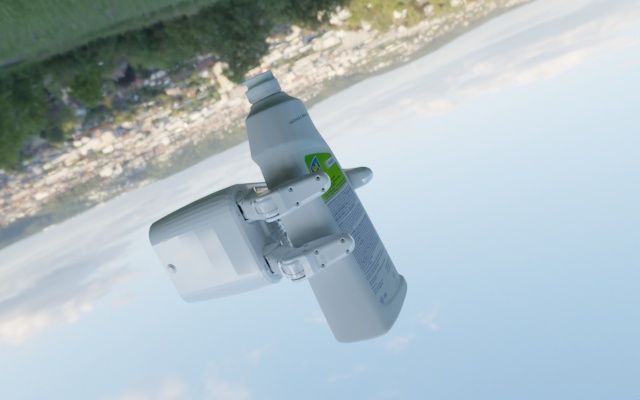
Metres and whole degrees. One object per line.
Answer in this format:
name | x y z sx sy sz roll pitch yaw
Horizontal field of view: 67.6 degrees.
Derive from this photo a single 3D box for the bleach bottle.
bleach bottle | 0.000 0.002 0.444 0.068 0.251 0.102 -19 13 26
